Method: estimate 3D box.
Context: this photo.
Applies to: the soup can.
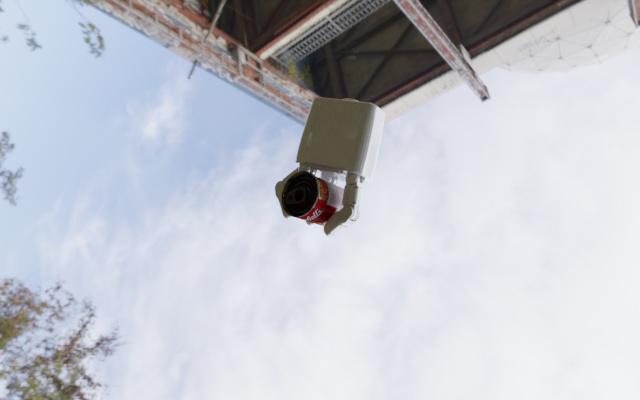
[{"bbox_3d":[0.000,0.003,0.715,0.068,0.068,0.102,0,-13,38],"label":"soup can"}]
